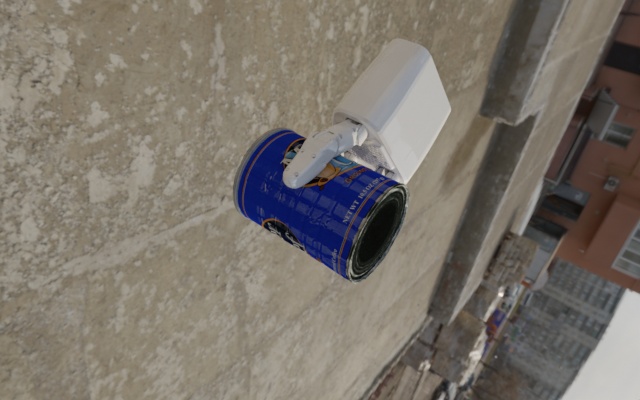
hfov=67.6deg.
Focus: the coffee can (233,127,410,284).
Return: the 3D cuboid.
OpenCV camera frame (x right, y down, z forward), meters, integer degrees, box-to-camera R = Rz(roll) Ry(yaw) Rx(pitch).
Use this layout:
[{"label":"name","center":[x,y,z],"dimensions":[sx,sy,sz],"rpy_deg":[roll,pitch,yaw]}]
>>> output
[{"label":"coffee can","center":[0.000,0.002,0.467],"dimensions":[0.140,0.103,0.103],"rpy_deg":[28,13,26]}]
